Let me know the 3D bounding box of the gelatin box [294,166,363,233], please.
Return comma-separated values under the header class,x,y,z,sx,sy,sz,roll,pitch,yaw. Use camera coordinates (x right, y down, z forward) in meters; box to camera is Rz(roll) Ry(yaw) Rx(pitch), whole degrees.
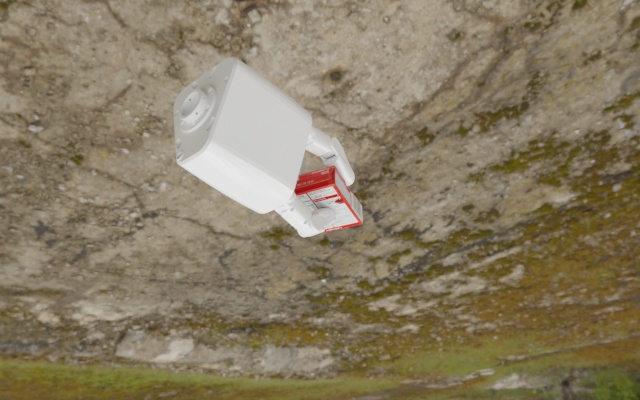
class,x,y,z,sx,sy,sz,roll,pitch,yaw
gelatin box,0.000,0.002,0.558,0.073,0.030,0.089,-14,-38,21
